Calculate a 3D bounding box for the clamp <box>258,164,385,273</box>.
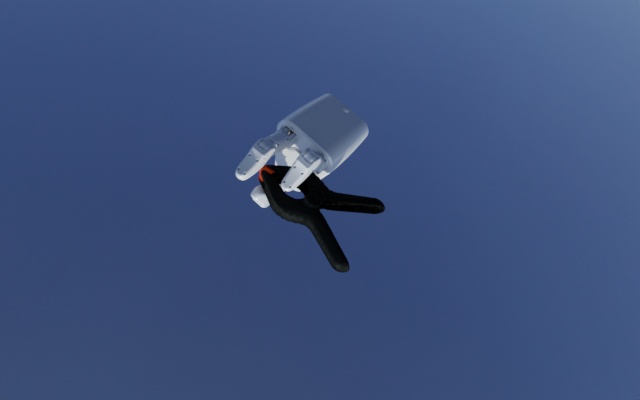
[{"bbox_3d":[0.000,0.002,0.625,0.120,0.171,0.039,-43,-9,-38],"label":"clamp"}]
